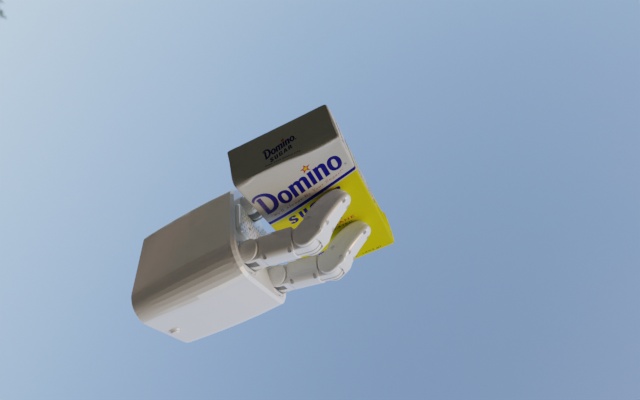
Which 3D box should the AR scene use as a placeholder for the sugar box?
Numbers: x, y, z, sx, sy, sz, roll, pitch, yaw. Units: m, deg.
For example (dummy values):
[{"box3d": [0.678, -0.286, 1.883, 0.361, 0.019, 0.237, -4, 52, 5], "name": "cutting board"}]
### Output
[{"box3d": [0.000, 0.002, 0.437, 0.093, 0.048, 0.176, -25, -36, 9], "name": "sugar box"}]
